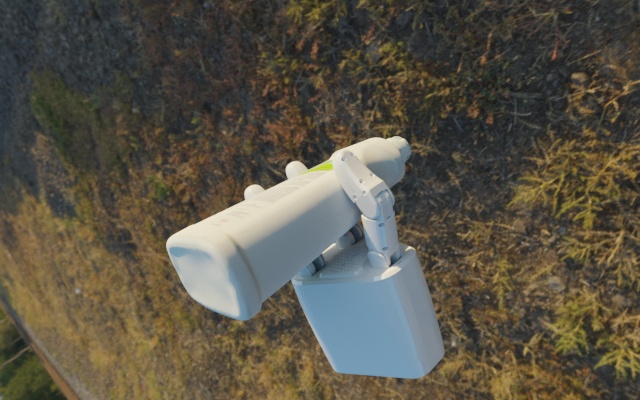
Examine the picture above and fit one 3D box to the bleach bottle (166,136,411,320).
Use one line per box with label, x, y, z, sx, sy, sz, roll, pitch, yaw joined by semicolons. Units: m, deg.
bleach bottle;0.000;0.001;0.416;0.250;0.068;0.102;-32;19;-35
